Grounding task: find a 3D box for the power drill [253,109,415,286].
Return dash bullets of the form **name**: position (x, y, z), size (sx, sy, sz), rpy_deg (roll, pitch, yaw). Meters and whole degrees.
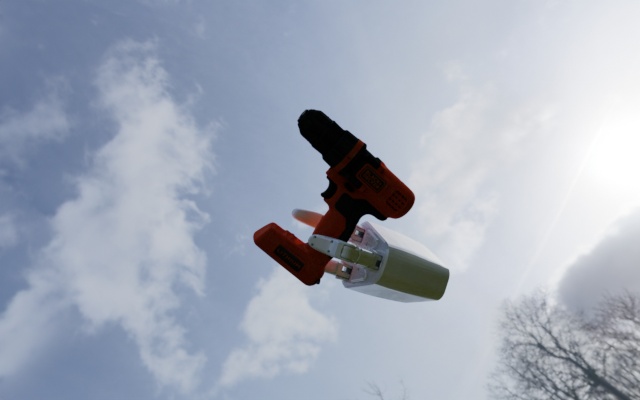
- **power drill**: position (0.000, 0.003, 0.616), size (0.184, 0.188, 0.057), rpy_deg (41, 10, -6)
